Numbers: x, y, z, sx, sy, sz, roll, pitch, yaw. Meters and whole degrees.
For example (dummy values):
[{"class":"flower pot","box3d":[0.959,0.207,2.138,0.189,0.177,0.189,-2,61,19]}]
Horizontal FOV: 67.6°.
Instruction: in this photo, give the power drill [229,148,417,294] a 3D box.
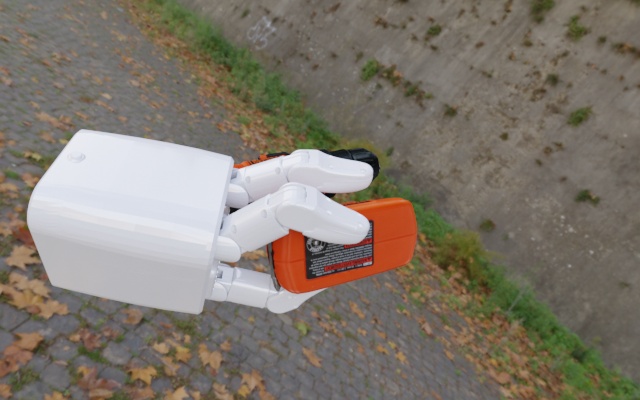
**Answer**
[{"class":"power drill","box3d":[0.000,0.001,0.406,0.184,0.057,0.187,-13,21,-19]}]
